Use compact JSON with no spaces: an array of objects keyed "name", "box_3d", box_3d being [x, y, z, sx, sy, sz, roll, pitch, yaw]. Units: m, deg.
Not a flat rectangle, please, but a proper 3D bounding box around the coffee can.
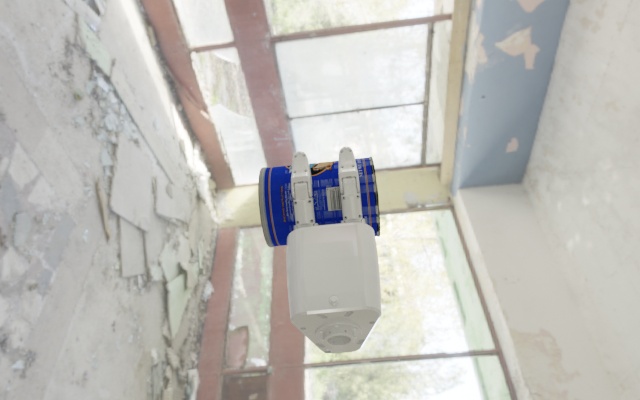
[{"name":"coffee can","box_3d":[0.000,0.002,0.606,0.140,0.103,0.103,-6,0,3]}]
